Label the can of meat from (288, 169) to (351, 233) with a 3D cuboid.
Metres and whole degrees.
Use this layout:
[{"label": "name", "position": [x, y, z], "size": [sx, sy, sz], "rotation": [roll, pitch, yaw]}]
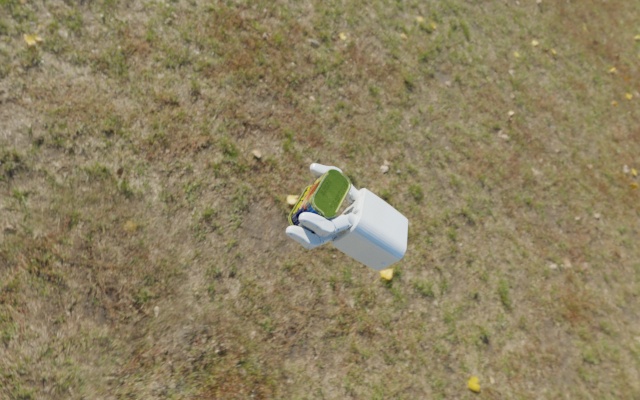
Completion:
[{"label": "can of meat", "position": [0.000, 0.002, 0.823], "size": [0.057, 0.102, 0.084], "rotation": [37, -37, -10]}]
